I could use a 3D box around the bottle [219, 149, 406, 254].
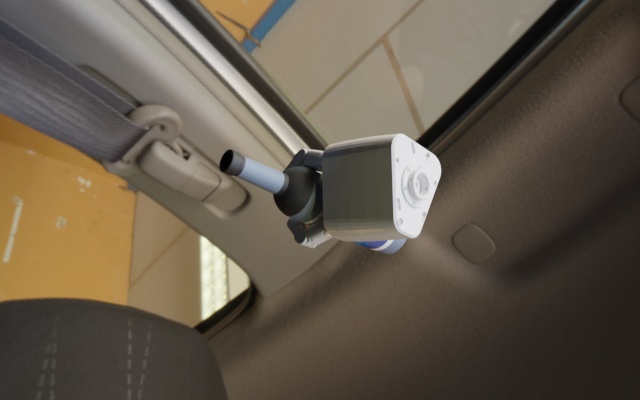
[{"bbox_3d":[0.000,0.002,0.619,0.296,0.069,0.069,24,-16,-39],"label":"bottle"}]
